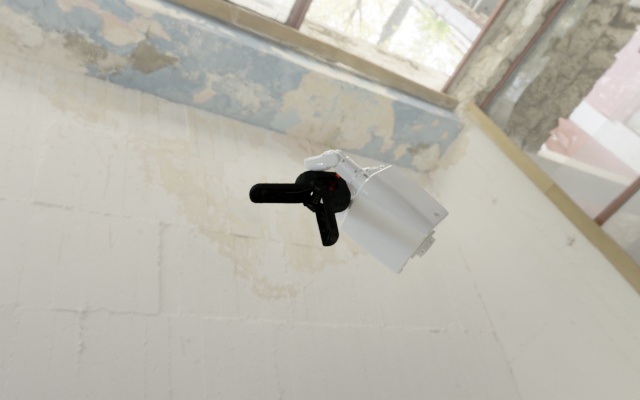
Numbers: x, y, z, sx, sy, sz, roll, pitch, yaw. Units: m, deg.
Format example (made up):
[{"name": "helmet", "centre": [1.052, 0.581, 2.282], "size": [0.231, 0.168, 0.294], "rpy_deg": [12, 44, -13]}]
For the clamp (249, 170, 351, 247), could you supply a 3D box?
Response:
[{"name": "clamp", "centre": [0.000, 0.002, 0.617], "size": [0.120, 0.039, 0.171], "rpy_deg": [40, 32, 16]}]
